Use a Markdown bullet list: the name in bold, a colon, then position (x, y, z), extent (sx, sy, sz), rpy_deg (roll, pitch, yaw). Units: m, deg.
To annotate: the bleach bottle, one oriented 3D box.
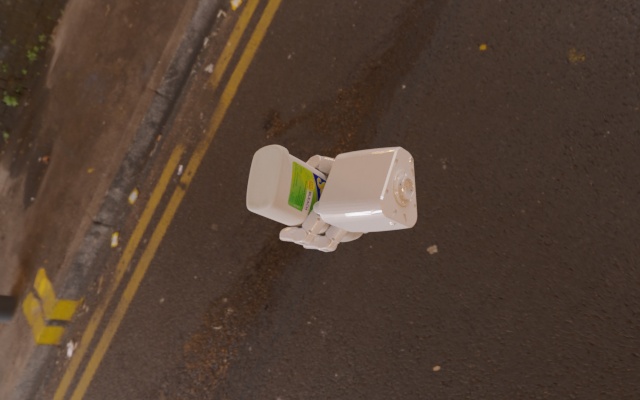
- **bleach bottle**: position (0.000, 0.003, 0.755), extent (0.068, 0.102, 0.251), rpy_deg (-4, -18, 41)
